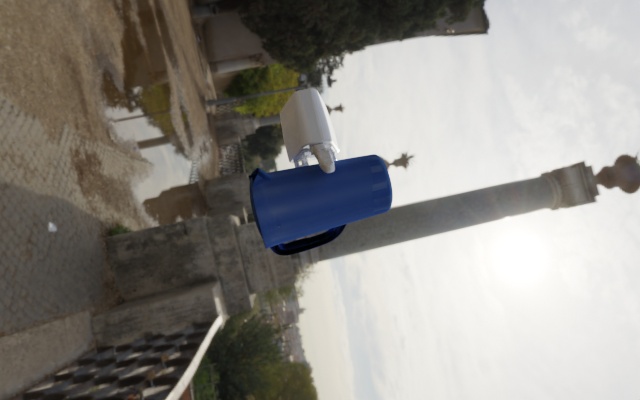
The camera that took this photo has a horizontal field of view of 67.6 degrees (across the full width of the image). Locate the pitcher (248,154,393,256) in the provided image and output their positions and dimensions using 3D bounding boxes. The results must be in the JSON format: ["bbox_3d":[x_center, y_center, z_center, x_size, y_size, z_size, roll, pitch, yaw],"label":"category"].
[{"bbox_3d":[0.000,0.003,0.857,0.243,0.145,0.149,-13,-12,-6],"label":"pitcher"}]
